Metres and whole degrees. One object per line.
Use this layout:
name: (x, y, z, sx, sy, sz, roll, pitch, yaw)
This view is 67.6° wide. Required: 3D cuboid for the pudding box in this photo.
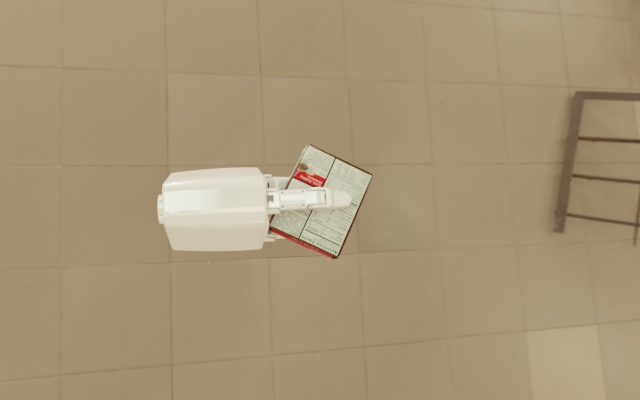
pudding box: (0.000, 0.002, 0.564, 0.090, 0.113, 0.039, 26, -10, -6)
